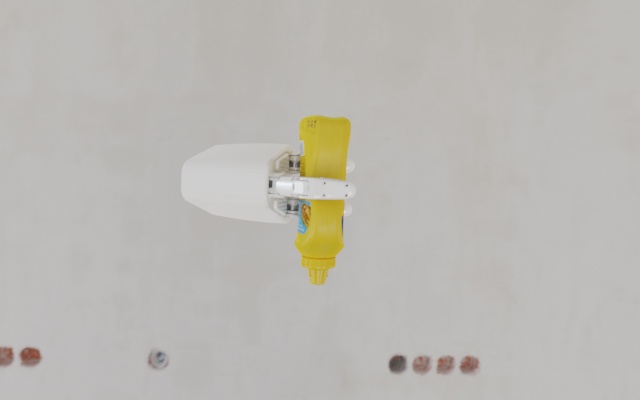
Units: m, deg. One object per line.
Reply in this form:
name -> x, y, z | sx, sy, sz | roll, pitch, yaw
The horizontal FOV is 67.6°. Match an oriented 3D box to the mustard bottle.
mustard bottle -> 0.000, 0.002, 0.553 | 0.058, 0.191, 0.096 | 2, 3, -11
